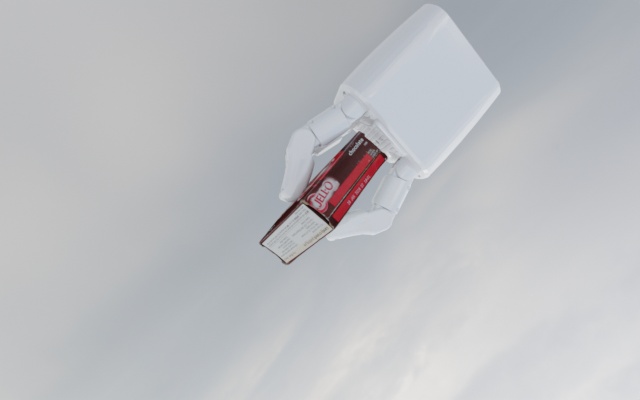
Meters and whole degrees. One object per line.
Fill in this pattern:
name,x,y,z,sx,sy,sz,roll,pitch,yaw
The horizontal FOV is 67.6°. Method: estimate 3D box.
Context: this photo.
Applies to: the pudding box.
pudding box,0.000,0.001,0.418,0.090,0.039,0.113,-50,2,-33
